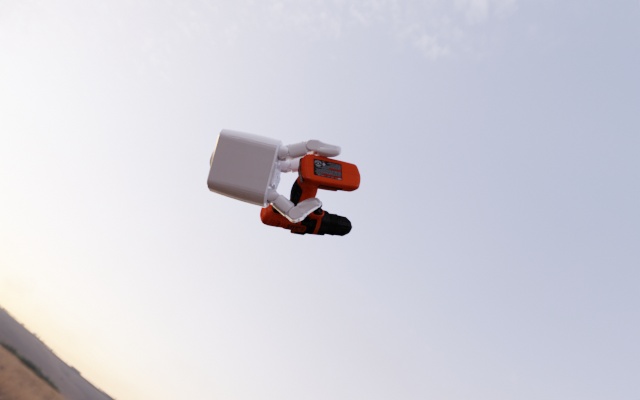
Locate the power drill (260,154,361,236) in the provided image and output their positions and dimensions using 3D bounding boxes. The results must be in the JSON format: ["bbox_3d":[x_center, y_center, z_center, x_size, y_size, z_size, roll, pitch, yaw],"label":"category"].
[{"bbox_3d":[0.000,0.002,0.862,0.184,0.057,0.188,9,-37,-20],"label":"power drill"}]
